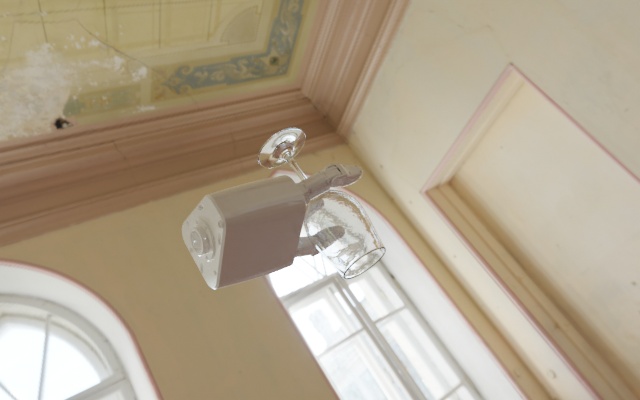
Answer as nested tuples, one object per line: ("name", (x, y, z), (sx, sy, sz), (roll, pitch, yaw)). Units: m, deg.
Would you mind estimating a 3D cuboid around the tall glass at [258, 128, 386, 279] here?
("tall glass", (0.000, 0.001, 0.609), (0.079, 0.201, 0.079), (-29, -25, -15))
